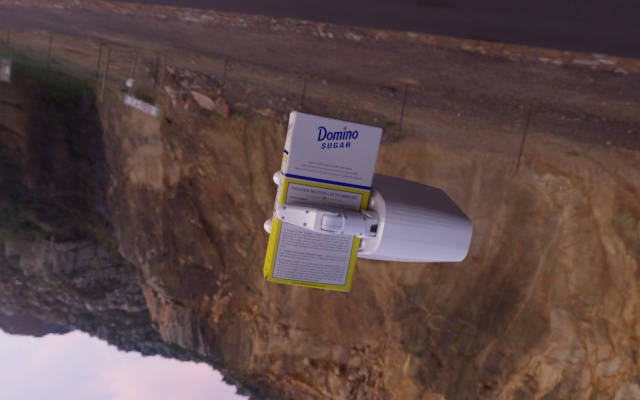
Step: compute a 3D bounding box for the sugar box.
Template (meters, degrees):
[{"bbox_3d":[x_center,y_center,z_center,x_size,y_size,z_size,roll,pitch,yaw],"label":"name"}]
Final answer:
[{"bbox_3d":[0.000,0.002,0.500,0.093,0.176,0.048,9,7,-13],"label":"sugar box"}]
